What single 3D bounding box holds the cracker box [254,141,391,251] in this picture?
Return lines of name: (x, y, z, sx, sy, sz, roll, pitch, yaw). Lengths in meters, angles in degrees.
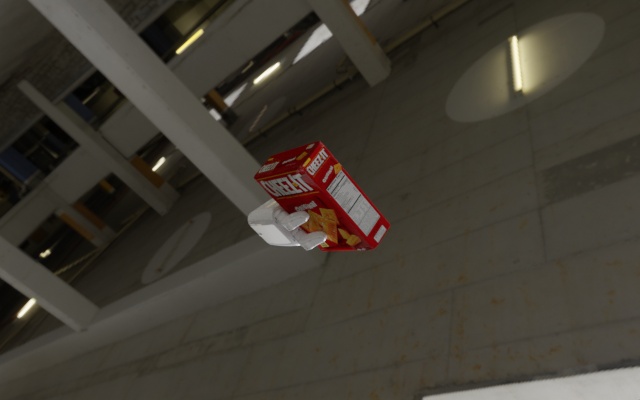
cracker box: (0.000, 0.003, 0.882, 0.214, 0.072, 0.164, 48, -30, -23)
